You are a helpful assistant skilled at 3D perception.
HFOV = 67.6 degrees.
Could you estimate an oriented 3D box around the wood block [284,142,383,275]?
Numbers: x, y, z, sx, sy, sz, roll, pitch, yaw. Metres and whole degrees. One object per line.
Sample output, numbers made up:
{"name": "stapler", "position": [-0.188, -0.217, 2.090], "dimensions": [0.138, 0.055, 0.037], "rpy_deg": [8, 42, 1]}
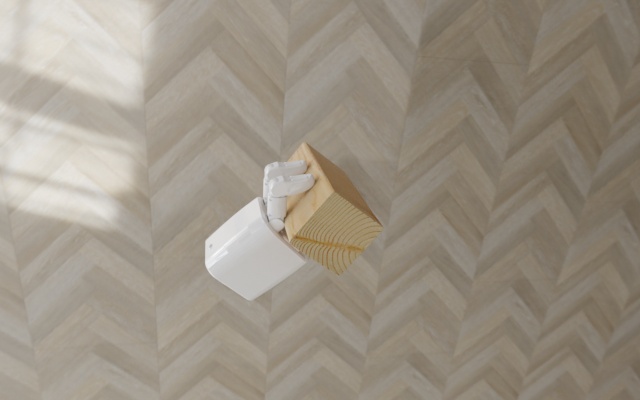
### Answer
{"name": "wood block", "position": [0.000, 0.003, 0.688], "dimensions": [0.091, 0.090, 0.206], "rpy_deg": [36, 12, -25]}
